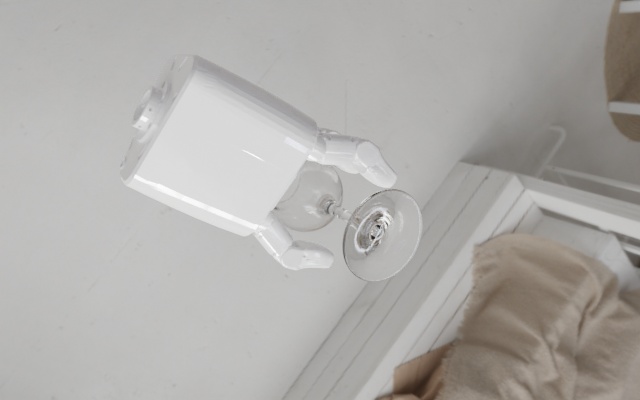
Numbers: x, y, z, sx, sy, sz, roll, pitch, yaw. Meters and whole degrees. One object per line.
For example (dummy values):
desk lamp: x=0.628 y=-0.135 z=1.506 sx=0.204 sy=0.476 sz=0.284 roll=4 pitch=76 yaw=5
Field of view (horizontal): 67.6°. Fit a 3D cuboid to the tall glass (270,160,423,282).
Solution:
tall glass: x=0.000 y=0.002 z=0.443 sx=0.079 sy=0.079 sz=0.201 roll=0 pitch=15 yaw=-30
